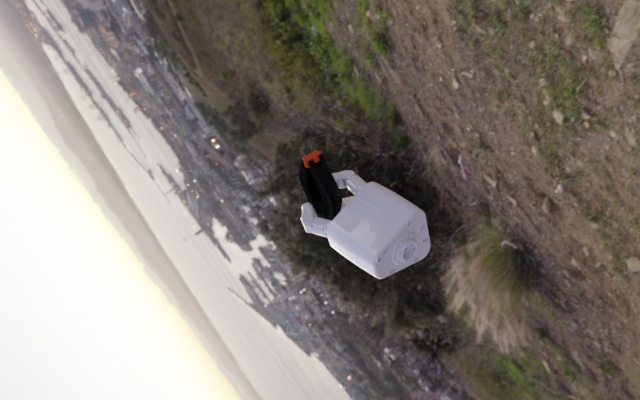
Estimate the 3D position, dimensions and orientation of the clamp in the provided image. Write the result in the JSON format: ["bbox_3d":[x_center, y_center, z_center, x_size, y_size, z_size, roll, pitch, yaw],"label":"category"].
[{"bbox_3d":[-0.001,0.003,0.792,0.036,0.210,0.164,-33,39,-20],"label":"clamp"}]
